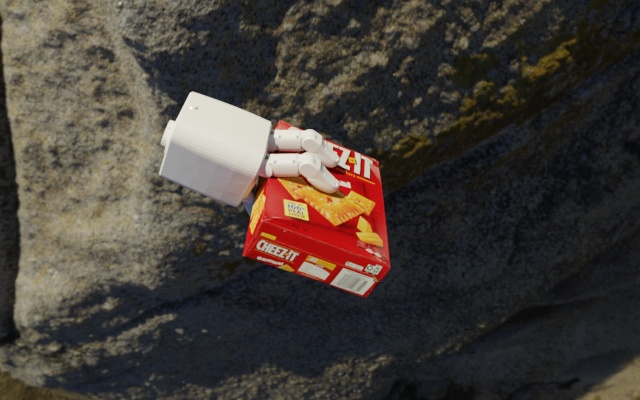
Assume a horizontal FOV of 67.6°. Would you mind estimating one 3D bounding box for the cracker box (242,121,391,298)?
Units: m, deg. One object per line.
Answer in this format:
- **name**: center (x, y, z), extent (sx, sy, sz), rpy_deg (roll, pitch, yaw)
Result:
- **cracker box**: center (0.000, 0.002, 0.619), extent (0.164, 0.072, 0.213), rpy_deg (21, 38, -15)
